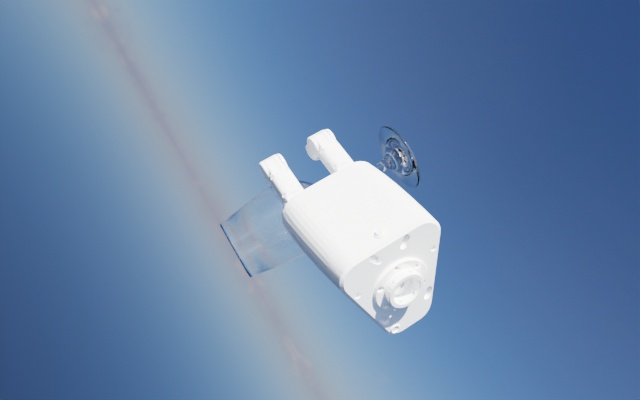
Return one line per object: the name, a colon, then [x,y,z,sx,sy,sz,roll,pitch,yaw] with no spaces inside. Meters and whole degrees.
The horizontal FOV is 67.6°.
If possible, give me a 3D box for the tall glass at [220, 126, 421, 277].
tall glass: [0.001,0.001,0.492,0.201,0.079,0.079,-30,6,-11]
